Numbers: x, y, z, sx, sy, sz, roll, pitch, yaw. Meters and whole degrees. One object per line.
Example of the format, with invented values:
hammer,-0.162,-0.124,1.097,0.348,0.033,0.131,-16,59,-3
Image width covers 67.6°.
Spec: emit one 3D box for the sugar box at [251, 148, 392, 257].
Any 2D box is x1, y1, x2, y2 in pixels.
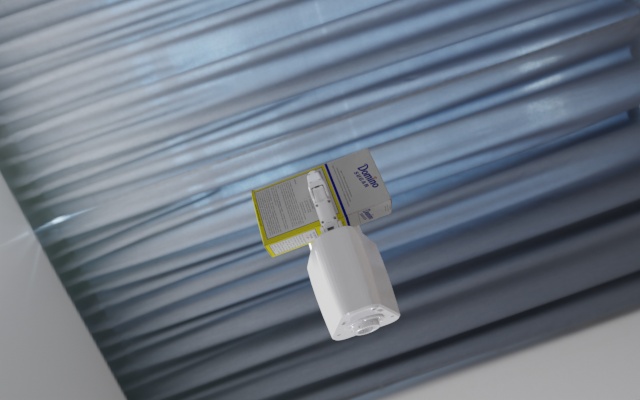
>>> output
sugar box,0.000,0.003,0.652,0.176,0.093,0.048,-19,-32,-1
